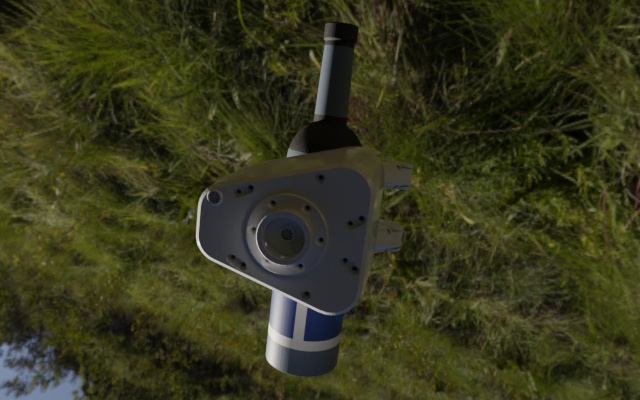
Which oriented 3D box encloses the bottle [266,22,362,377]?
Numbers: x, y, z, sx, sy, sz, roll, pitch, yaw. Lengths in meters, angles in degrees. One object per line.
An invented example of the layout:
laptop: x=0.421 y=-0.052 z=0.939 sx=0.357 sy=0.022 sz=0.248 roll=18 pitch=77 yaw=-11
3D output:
bottle: x=0.000 y=0.002 z=0.415 sx=0.069 sy=0.296 sz=0.069 roll=7 pitch=10 yaw=-1
